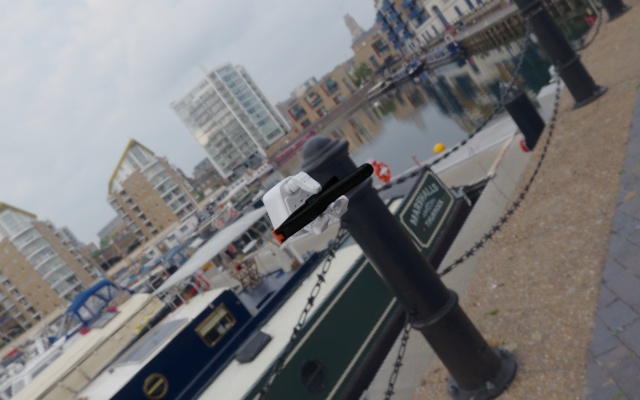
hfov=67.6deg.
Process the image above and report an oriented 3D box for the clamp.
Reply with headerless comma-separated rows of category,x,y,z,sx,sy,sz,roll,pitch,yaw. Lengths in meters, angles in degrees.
clamp,-0.001,0.003,0.880,0.210,0.036,0.164,-41,8,-27
